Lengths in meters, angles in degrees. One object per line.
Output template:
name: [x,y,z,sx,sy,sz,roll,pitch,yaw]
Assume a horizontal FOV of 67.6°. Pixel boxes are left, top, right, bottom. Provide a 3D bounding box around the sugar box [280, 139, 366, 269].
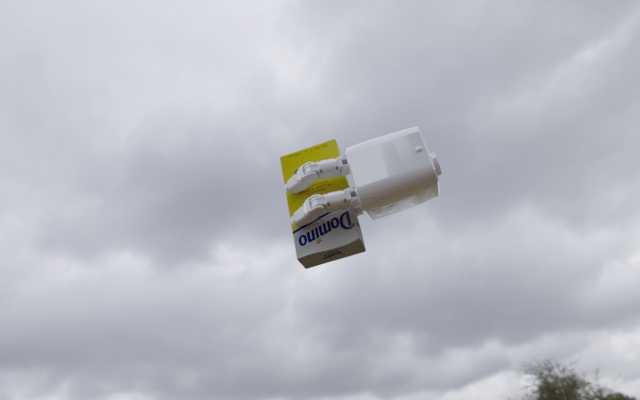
sugar box: [0.000,0.002,0.693,0.093,0.176,0.048,-18,-34,9]
